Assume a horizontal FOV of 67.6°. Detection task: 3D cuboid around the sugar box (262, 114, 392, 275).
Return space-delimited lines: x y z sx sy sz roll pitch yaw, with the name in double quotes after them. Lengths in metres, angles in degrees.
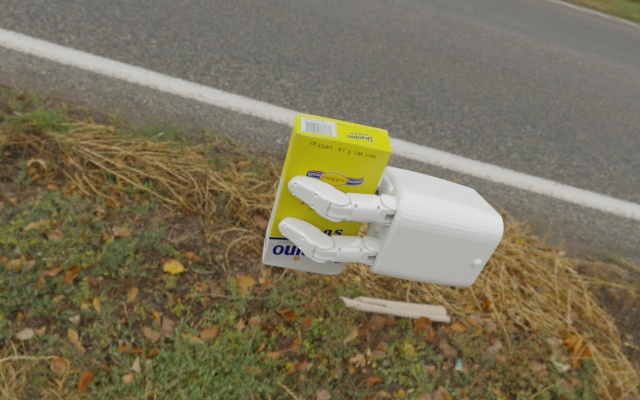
0.000 0.002 0.494 0.093 0.176 0.048 10 36 -9 "sugar box"
